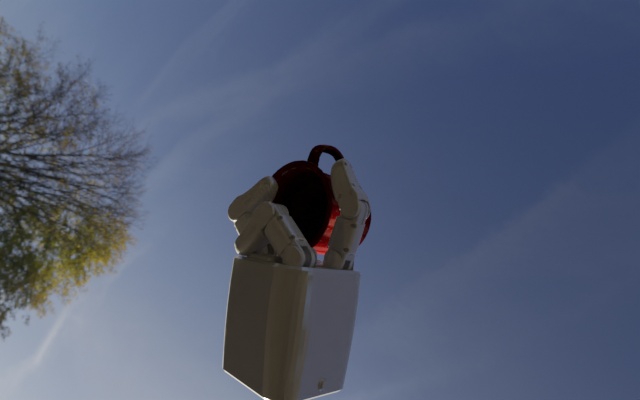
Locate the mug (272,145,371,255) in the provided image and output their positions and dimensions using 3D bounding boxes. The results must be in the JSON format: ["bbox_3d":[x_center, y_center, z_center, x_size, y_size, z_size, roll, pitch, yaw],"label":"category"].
[{"bbox_3d":[0.000,0.000,0.489,0.093,0.117,0.081,5,-6,39],"label":"mug"}]
